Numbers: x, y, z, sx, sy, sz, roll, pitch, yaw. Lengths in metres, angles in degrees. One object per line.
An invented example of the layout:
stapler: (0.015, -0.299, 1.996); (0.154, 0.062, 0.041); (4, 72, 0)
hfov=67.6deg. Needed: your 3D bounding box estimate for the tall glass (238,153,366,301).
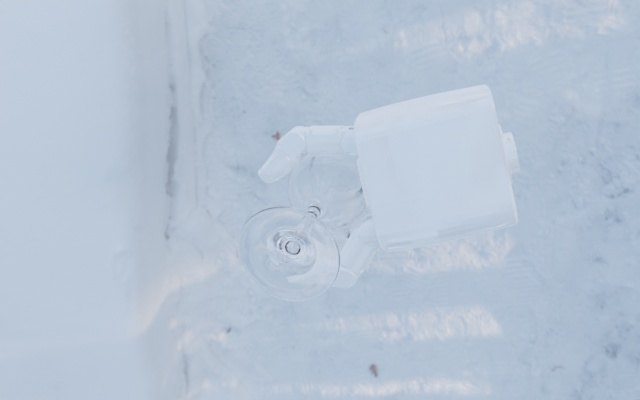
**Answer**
tall glass: (0.000, 0.002, 0.421); (0.079, 0.079, 0.201); (0, 22, 14)
